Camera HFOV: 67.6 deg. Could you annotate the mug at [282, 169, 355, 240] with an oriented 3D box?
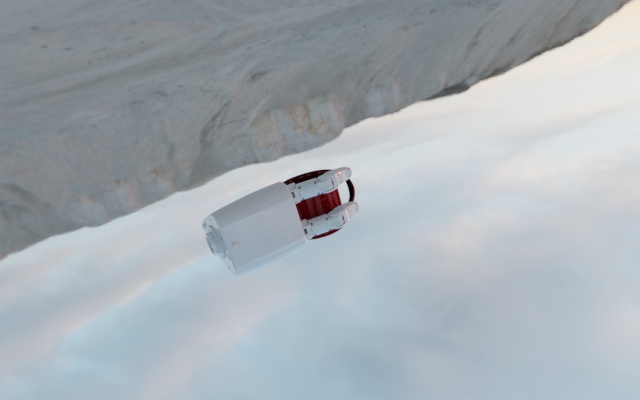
[{"bbox_3d":[0.001,0.002,0.718,0.117,0.081,0.093,-23,18,-23],"label":"mug"}]
